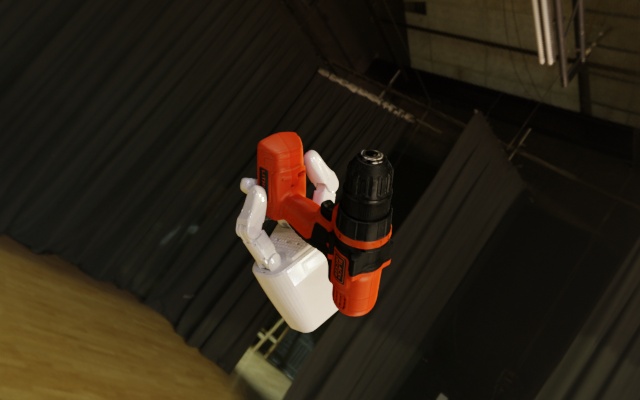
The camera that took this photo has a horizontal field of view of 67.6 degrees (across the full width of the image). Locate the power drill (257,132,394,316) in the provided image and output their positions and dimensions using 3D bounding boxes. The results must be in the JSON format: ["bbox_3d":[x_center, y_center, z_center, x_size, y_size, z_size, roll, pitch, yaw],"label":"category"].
[{"bbox_3d":[0.000,0.002,0.489,0.057,0.185,0.187,-17,40,-28],"label":"power drill"}]
